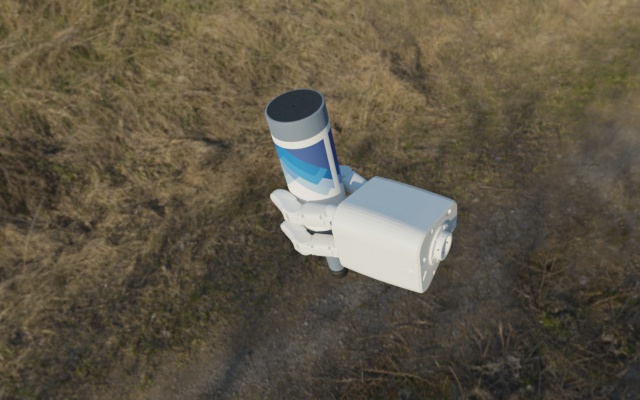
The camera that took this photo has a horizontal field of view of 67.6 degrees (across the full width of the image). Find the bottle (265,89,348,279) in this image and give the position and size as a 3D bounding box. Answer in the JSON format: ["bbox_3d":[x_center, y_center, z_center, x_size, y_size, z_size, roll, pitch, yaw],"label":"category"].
[{"bbox_3d":[0.000,0.002,0.613,0.069,0.296,0.069,-8,43,8],"label":"bottle"}]
